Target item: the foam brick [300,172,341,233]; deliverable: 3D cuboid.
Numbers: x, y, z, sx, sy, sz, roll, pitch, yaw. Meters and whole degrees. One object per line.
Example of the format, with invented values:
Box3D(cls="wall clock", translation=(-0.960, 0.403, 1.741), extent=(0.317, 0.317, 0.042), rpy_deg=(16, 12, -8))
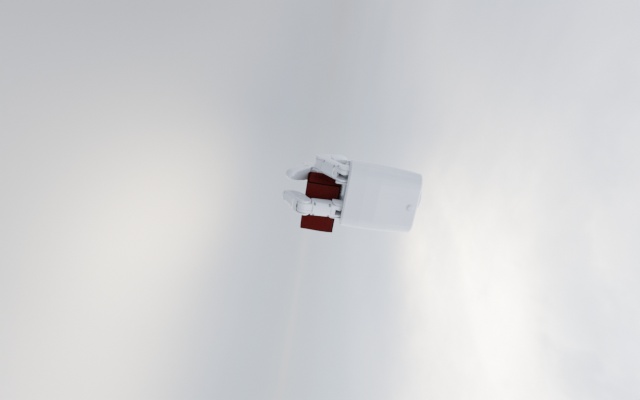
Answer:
Box3D(cls="foam brick", translation=(0.000, 0.003, 0.731), extent=(0.051, 0.078, 0.053), rpy_deg=(9, 22, -2))
